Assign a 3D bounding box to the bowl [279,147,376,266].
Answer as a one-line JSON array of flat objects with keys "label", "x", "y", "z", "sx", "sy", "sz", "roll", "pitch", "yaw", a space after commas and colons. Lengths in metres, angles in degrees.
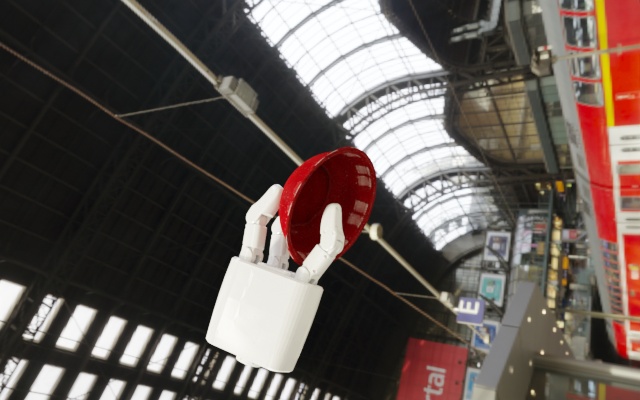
[{"label": "bowl", "x": 0.001, "y": 0.001, "z": 0.608, "sx": 0.055, "sy": 0.162, "sz": 0.162, "roll": 28, "pitch": 18, "yaw": 37}]
